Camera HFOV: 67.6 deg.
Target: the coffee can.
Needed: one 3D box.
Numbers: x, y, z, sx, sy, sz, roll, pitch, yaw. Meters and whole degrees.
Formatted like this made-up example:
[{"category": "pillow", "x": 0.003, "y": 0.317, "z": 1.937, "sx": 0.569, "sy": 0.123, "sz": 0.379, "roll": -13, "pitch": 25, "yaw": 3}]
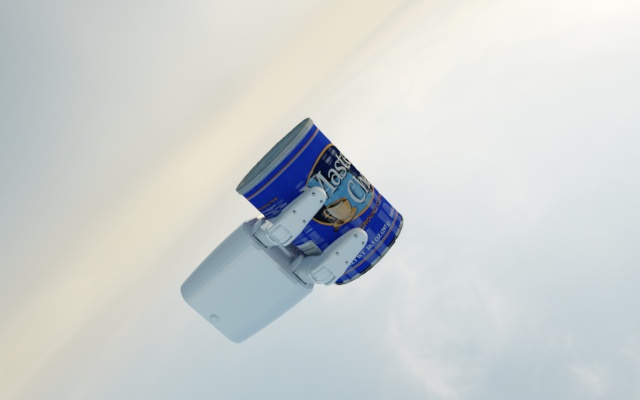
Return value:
[{"category": "coffee can", "x": 0.000, "y": 0.001, "z": 0.486, "sx": 0.140, "sy": 0.103, "sz": 0.103, "roll": 45, "pitch": -13, "yaw": -13}]
